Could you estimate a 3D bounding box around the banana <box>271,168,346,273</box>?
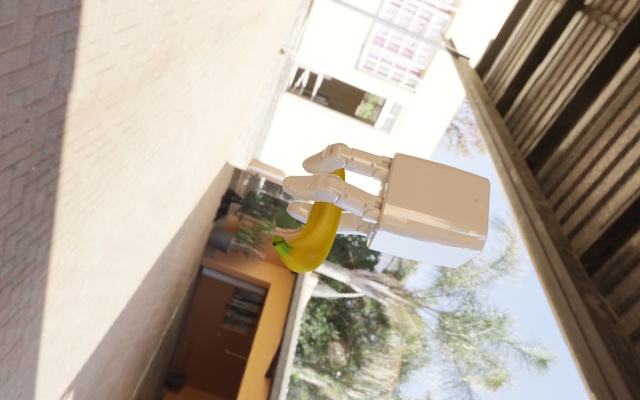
[{"bbox_3d":[-0.001,0.020,0.514,0.037,0.070,0.197,8,30,14],"label":"banana"}]
